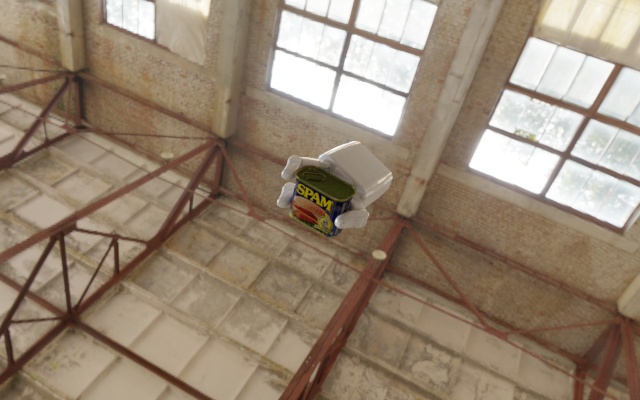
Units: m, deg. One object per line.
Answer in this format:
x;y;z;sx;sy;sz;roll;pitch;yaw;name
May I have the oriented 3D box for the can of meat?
0.000;0.003;0.794;0.102;0.084;0.057;30;37;21;can of meat
